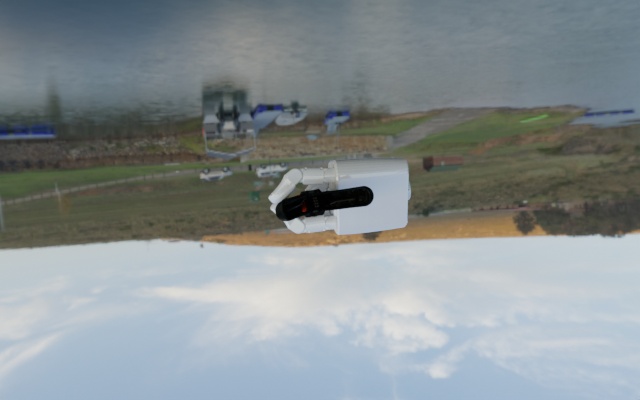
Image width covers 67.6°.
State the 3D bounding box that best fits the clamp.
[{"bbox_3d":[0.000,0.003,0.633,0.120,0.039,0.171,-4,4,-5],"label":"clamp"}]
